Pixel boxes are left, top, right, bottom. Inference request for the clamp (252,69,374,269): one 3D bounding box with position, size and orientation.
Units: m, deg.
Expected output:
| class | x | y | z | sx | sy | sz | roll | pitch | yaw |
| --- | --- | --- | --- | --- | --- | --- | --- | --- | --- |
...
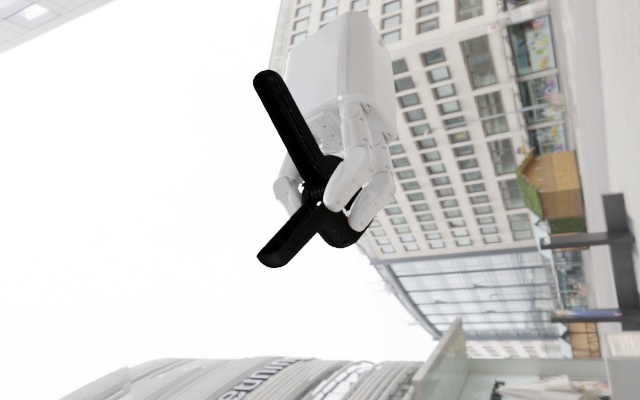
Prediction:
| class | x | y | z | sx | sy | sz | roll | pitch | yaw |
| --- | --- | --- | --- | --- | --- | --- | --- | --- | --- |
| clamp | 0.000 | 0.002 | 0.442 | 0.036 | 0.164 | 0.210 | -12 | -27 | 25 |
